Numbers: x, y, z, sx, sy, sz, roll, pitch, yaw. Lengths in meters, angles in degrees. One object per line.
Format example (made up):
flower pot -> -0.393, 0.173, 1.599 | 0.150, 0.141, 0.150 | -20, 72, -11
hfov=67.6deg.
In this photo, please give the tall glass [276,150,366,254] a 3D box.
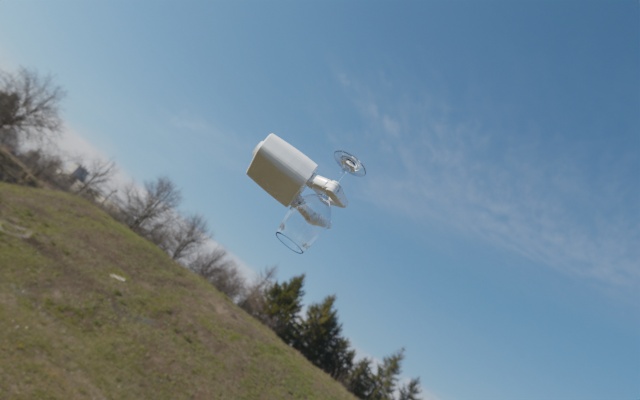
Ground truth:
tall glass -> 0.001, 0.002, 0.893 | 0.079, 0.201, 0.079 | 32, -20, 13
